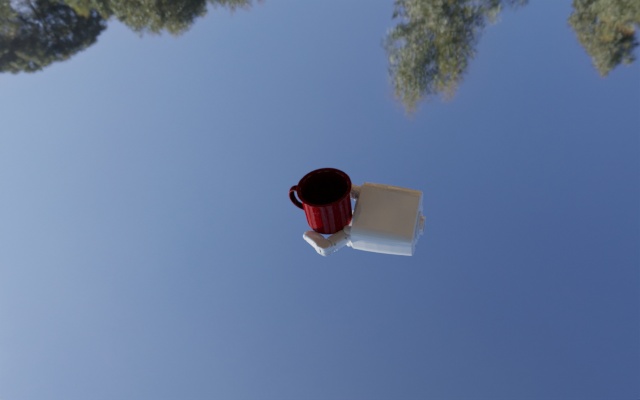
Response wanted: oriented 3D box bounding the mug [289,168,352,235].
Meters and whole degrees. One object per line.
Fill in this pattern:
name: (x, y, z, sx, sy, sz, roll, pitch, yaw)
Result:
mug: (-0.001, 0.003, 0.823, 0.117, 0.093, 0.082, 8, -41, 19)
